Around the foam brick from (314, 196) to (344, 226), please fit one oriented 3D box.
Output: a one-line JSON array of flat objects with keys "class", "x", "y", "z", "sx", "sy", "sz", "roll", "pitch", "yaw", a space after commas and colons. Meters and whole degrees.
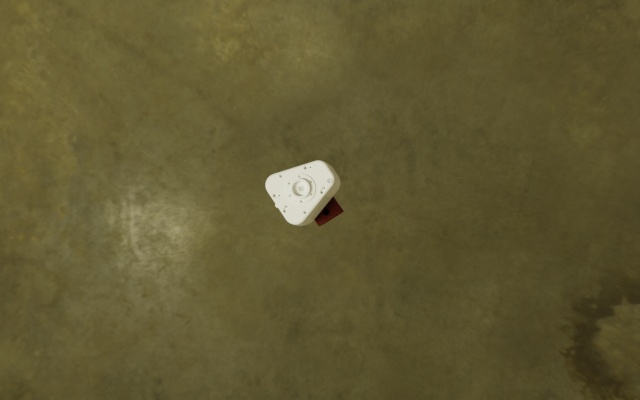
[{"class": "foam brick", "x": 0.000, "y": 0.003, "z": 0.894, "sx": 0.053, "sy": 0.078, "sz": 0.051, "roll": -34, "pitch": -4, "yaw": 4}]
